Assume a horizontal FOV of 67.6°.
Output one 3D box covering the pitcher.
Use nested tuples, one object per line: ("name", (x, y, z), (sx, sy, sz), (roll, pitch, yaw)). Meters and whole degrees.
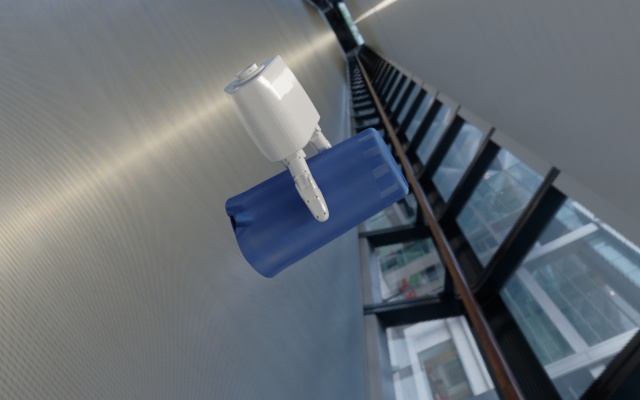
("pitcher", (0.000, 0.002, 0.692), (0.243, 0.145, 0.149), (-29, 21, 11))
